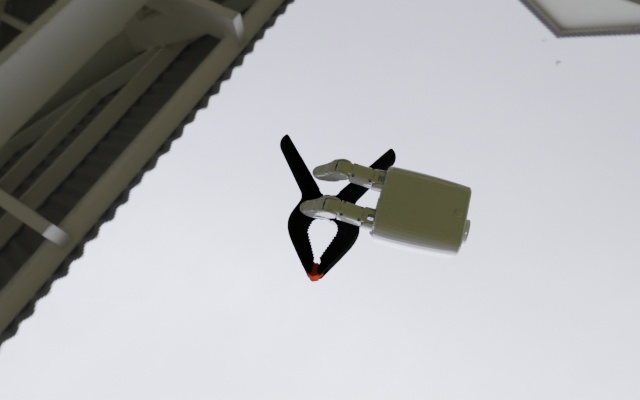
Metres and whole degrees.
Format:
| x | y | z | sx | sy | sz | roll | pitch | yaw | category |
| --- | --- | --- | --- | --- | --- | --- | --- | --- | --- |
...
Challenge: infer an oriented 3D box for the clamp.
| x | y | z | sx | sy | sz | roll | pitch | yaw | category |
| --- | --- | --- | --- | --- | --- | --- | --- | --- | --- |
| 0.000 | 0.003 | 0.643 | 0.164 | 0.210 | 0.036 | 14 | -24 | 9 | clamp |
